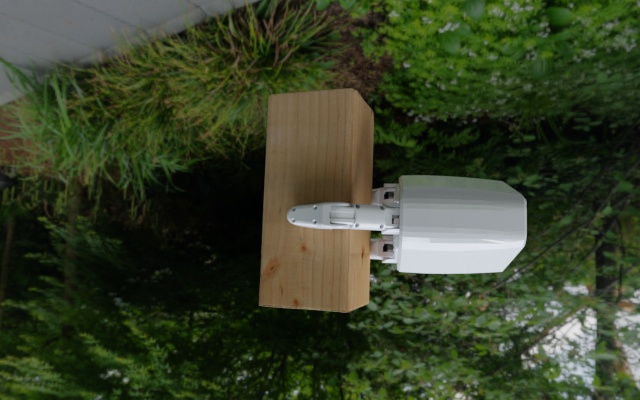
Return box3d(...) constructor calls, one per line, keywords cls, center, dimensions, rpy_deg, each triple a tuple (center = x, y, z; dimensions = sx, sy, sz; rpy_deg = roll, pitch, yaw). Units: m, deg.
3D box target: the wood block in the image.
box3d(cls="wood block", center=(0.000, 0.002, 0.487), dimensions=(0.090, 0.206, 0.091), rpy_deg=(0, -6, 19))
